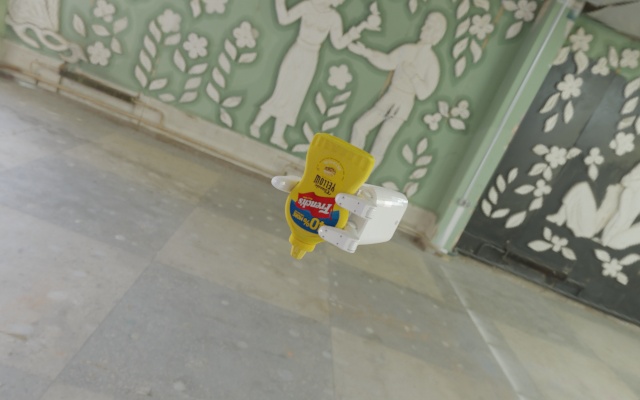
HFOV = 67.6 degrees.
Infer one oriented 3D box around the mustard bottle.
[{"bbox_3d":[0.000,0.002,0.717,0.096,0.192,0.058,28,15,12],"label":"mustard bottle"}]
